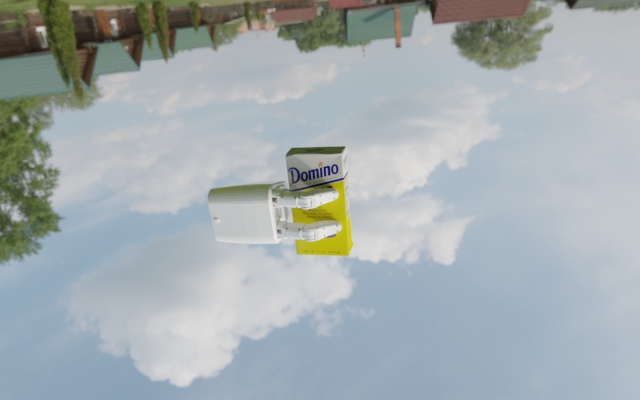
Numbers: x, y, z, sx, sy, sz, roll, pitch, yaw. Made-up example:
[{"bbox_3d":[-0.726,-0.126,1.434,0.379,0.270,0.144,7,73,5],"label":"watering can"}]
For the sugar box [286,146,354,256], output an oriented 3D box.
[{"bbox_3d":[0.000,0.003,0.772,0.093,0.176,0.048,-1,24,14],"label":"sugar box"}]
